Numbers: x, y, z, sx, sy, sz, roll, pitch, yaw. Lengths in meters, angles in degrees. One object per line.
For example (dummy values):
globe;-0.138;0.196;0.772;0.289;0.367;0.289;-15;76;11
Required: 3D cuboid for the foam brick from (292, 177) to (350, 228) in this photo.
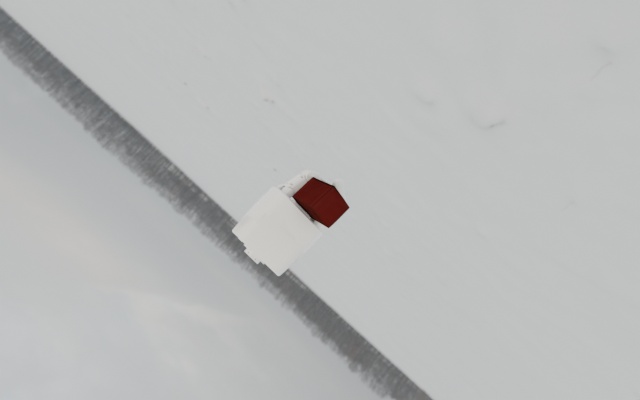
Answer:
foam brick;0.000;0.003;0.791;0.051;0.053;0.078;-44;28;-11
